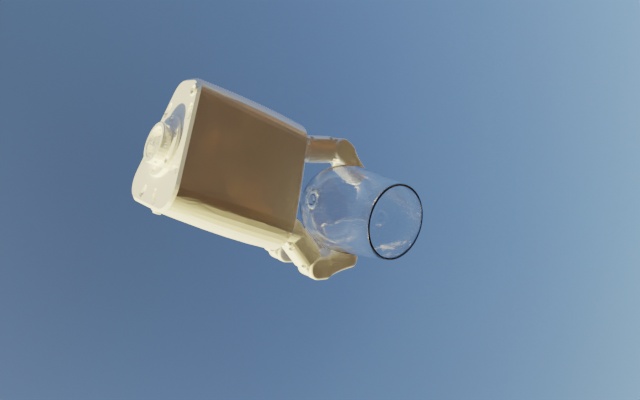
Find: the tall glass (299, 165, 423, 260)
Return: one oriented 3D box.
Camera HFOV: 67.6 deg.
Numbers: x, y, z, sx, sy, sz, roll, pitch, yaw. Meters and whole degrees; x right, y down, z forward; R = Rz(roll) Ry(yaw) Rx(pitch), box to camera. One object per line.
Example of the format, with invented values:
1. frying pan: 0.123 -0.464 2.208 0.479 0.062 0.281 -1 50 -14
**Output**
1. tall glass: 0.000 0.001 0.454 0.079 0.079 0.201 0 9 -38
